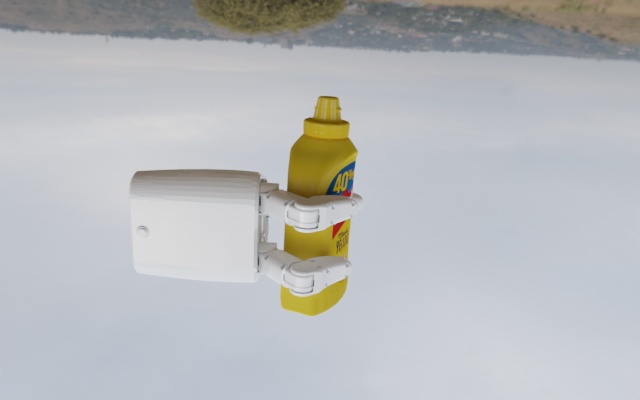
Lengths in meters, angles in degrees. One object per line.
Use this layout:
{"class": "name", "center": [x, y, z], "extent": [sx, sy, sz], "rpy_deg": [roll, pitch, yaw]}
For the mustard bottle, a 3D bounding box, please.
{"class": "mustard bottle", "center": [0.000, 0.002, 0.441], "extent": [0.058, 0.192, 0.096], "rpy_deg": [11, 19, 21]}
